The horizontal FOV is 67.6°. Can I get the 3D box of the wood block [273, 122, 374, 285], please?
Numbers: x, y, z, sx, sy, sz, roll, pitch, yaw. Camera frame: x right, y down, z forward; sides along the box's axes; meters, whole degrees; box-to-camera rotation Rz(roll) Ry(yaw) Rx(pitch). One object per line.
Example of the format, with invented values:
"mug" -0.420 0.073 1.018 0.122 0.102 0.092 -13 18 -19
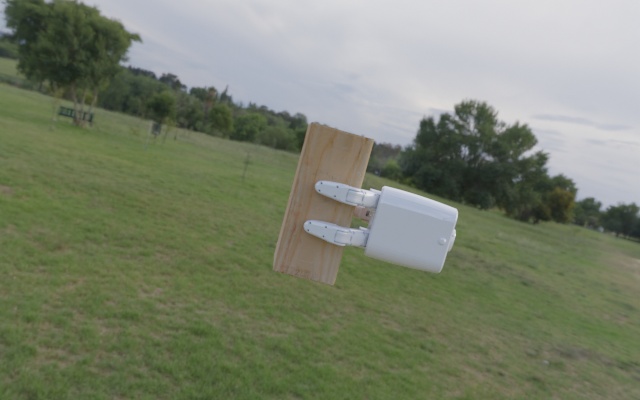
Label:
"wood block" 0.001 0.002 0.682 0.090 0.206 0.091 15 5 -5
